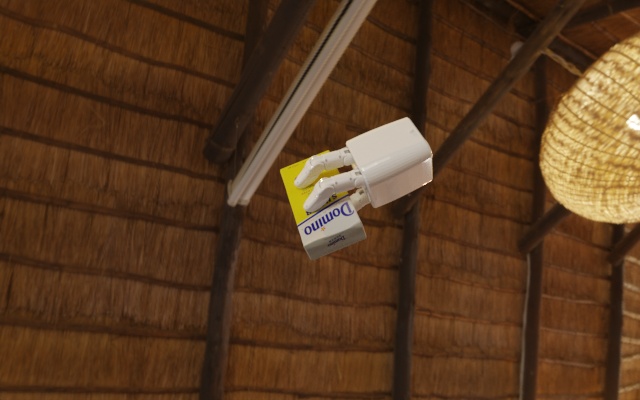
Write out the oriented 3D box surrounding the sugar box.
[{"bbox_3d":[0.000,0.002,0.759,0.093,0.048,0.176,-23,44,1],"label":"sugar box"}]
